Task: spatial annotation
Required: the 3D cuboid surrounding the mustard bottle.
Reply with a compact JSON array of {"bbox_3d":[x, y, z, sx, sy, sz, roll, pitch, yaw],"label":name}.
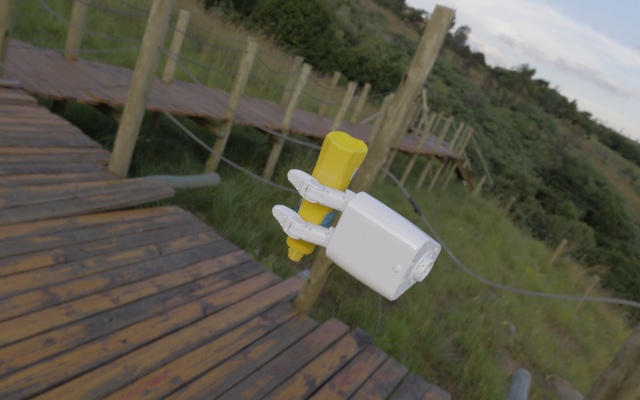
[{"bbox_3d":[0.000,0.002,0.662,0.058,0.192,0.096,26,19,4],"label":"mustard bottle"}]
